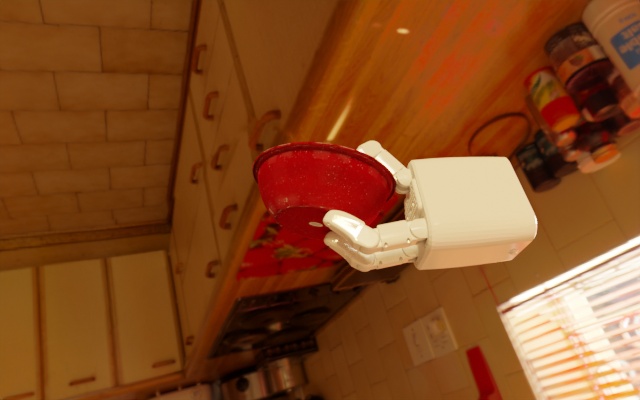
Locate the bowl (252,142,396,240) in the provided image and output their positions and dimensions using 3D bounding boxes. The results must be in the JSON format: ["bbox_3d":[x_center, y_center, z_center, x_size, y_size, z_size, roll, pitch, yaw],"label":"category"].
[{"bbox_3d":[-0.001,0.002,0.523,0.162,0.055,0.162,7,-25,3],"label":"bowl"}]
